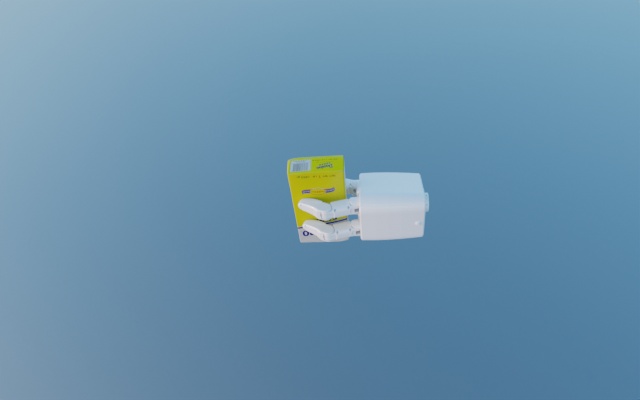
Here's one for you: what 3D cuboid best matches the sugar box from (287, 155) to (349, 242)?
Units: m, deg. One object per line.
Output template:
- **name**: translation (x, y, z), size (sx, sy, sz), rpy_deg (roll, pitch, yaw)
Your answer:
- **sugar box**: translation (0.000, 0.003, 0.826), size (0.093, 0.176, 0.048), rpy_deg (-3, 44, 6)
